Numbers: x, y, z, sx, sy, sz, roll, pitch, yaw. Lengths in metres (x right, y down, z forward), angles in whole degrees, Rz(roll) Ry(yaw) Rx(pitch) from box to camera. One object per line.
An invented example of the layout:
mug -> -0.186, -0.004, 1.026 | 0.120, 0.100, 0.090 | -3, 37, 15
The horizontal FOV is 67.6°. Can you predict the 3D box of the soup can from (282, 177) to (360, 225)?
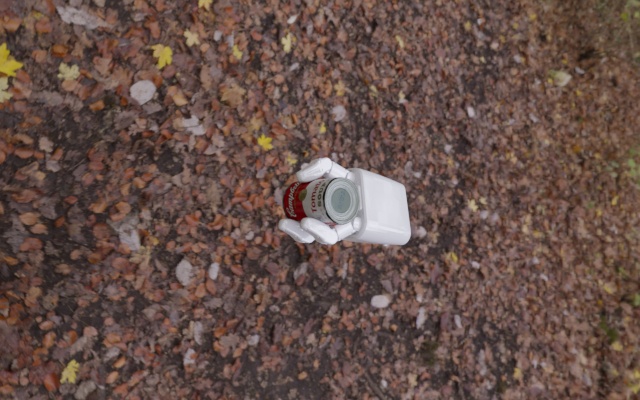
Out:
soup can -> 0.000, 0.002, 0.695 | 0.068, 0.068, 0.102 | 0, -2, -38
